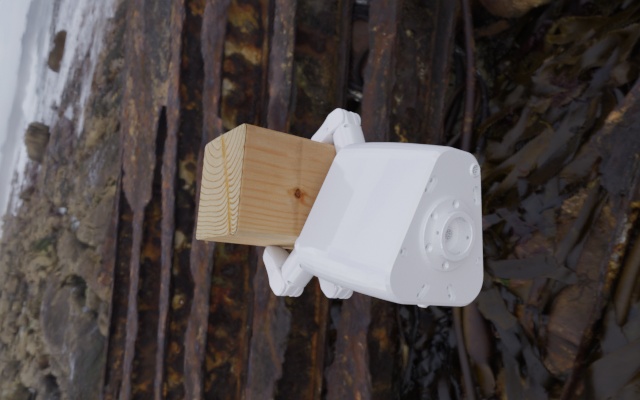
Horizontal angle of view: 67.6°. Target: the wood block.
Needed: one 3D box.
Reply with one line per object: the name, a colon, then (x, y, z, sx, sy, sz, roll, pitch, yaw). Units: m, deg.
wood block: (0.000, 0.001, 0.455, 0.206, 0.091, 0.090, 10, -12, -33)
